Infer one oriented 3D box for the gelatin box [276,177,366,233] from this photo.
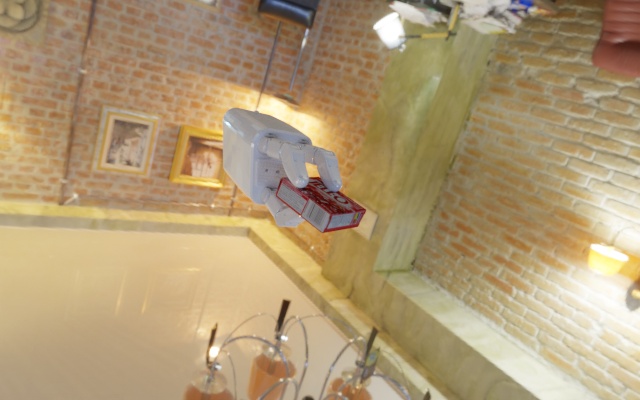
[{"bbox_3d":[0.000,0.003,0.589,0.089,0.030,0.073,37,24,31],"label":"gelatin box"}]
